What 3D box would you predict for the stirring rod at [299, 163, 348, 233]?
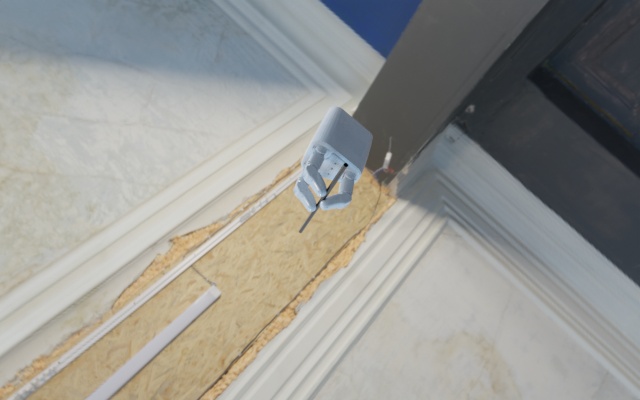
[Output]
[{"bbox_3d":[0.000,0.003,0.845,0.011,0.011,0.240,0,-29,-22],"label":"stirring rod"}]
